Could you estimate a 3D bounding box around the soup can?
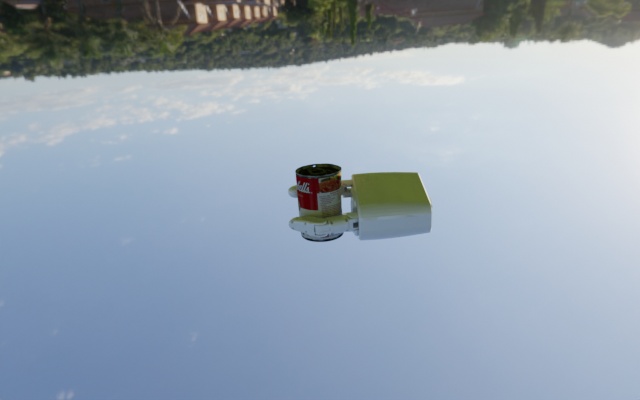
[{"bbox_3d":[0.000,0.003,0.710,0.068,0.102,0.068,-3,19,1],"label":"soup can"}]
